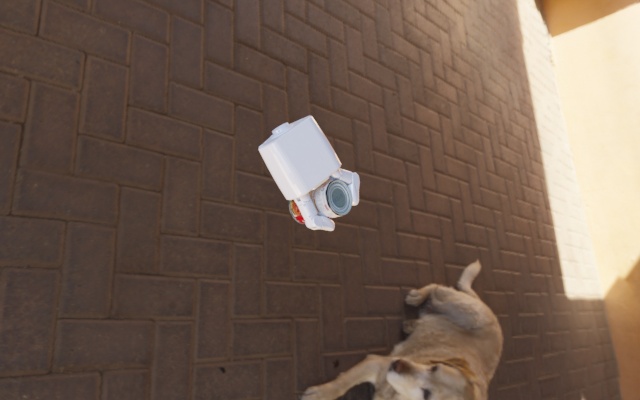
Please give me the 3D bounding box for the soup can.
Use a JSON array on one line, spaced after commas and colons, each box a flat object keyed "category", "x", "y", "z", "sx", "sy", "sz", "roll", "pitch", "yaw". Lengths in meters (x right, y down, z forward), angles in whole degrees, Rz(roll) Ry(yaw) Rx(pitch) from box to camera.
[{"category": "soup can", "x": 0.001, "y": 0.003, "z": 0.885, "sx": 0.068, "sy": 0.068, "sz": 0.102, "roll": 0, "pitch": -10, "yaw": -45}]
